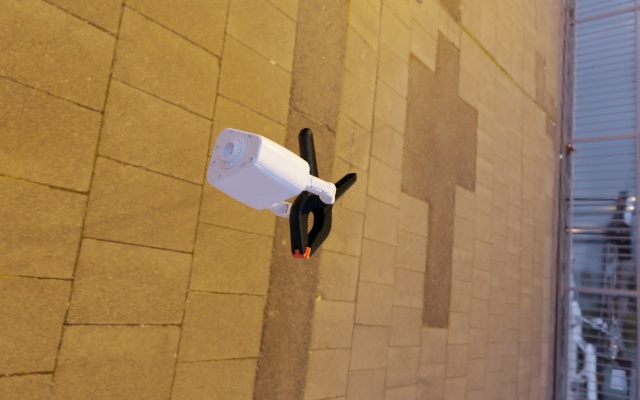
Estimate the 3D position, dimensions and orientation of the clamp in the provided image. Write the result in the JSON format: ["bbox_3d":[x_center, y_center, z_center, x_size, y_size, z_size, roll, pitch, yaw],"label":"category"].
[{"bbox_3d":[0.001,0.003,0.820,0.036,0.210,0.165,-3,-22,39],"label":"clamp"}]
